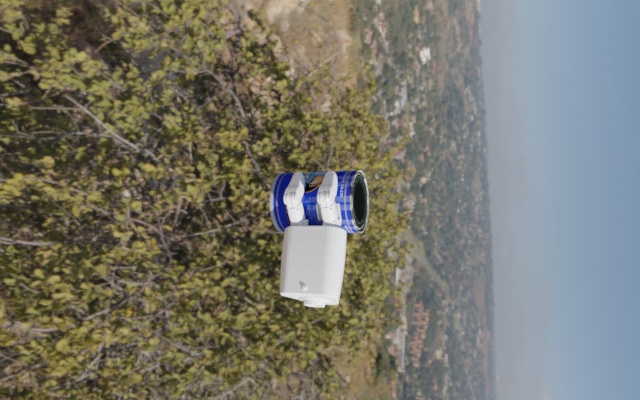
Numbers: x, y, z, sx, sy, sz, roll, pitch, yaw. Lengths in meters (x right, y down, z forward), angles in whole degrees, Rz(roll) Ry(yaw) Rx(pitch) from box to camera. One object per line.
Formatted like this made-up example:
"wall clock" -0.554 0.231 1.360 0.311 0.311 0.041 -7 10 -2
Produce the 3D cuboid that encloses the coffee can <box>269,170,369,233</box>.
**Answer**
"coffee can" 0.000 0.002 0.793 0.140 0.103 0.103 -1 -1 20
